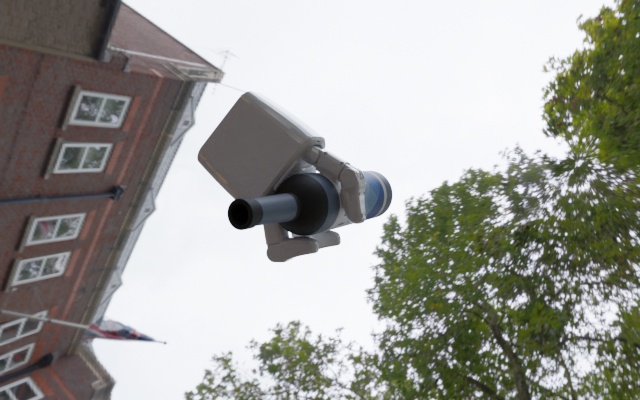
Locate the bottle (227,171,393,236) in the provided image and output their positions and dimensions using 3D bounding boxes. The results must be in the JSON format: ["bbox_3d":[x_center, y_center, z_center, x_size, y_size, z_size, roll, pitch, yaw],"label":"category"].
[{"bbox_3d":[0.000,0.002,0.537,0.069,0.069,0.295,0,4,28],"label":"bottle"}]
